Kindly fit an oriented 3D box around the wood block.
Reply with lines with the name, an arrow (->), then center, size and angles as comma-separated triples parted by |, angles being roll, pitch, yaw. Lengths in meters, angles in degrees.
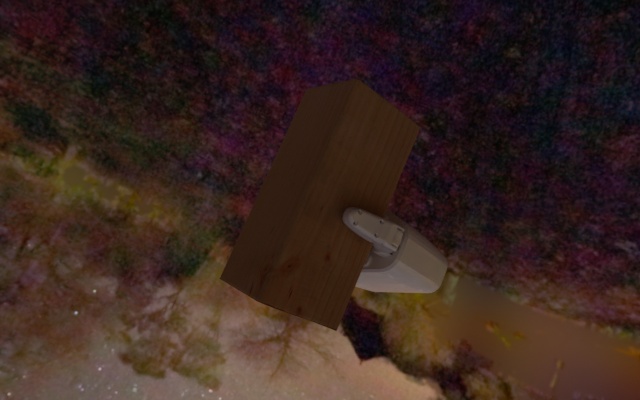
wood block -> 0.000, 0.002, 0.452 | 0.090, 0.206, 0.091 | 29, -11, -32
